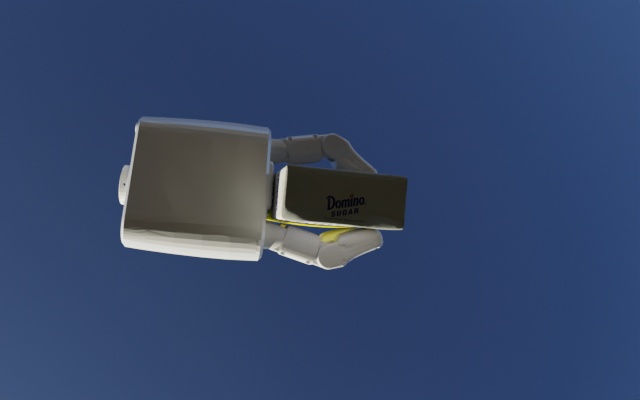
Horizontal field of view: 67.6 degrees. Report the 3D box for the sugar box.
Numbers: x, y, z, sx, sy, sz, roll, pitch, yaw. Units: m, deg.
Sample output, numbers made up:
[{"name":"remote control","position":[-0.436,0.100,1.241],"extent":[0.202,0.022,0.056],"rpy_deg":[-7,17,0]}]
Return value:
[{"name":"sugar box","position":[0.000,0.002,0.422],"extent":[0.093,0.048,0.176],"rpy_deg":[5,-1,-12]}]
